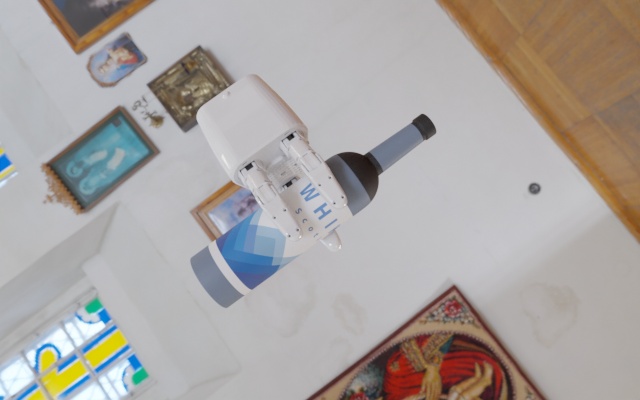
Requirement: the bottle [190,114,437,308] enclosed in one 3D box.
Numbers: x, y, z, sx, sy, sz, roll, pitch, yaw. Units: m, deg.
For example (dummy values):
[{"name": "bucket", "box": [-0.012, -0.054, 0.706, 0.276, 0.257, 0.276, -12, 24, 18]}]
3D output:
[{"name": "bottle", "box": [0.000, 0.002, 0.517, 0.295, 0.069, 0.069, -36, 2, -3]}]
